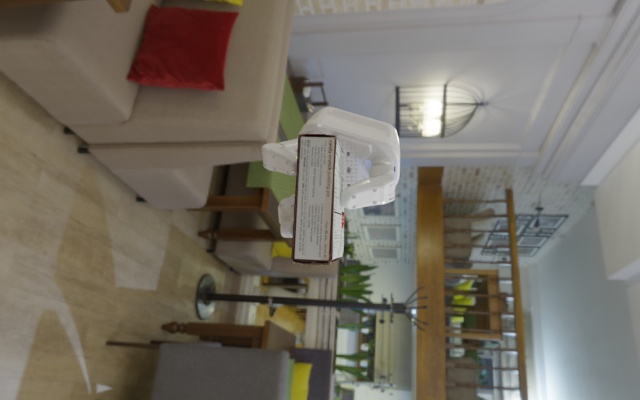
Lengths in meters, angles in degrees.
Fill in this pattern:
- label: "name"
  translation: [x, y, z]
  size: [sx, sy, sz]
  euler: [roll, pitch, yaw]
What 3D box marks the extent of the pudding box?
- label: "pudding box"
  translation: [0.000, 0.001, 0.444]
  size: [0.039, 0.113, 0.090]
  euler: [0, -5, 9]
